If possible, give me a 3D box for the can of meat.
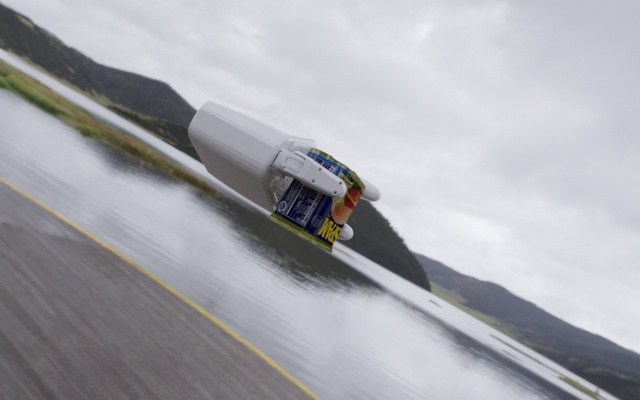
[{"bbox_3d":[0.000,0.001,0.504,0.057,0.084,0.102,28,-4,20],"label":"can of meat"}]
